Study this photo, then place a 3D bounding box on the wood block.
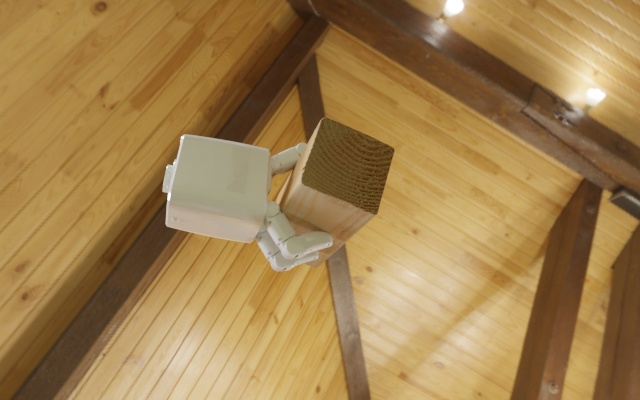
[{"bbox_3d":[0.000,0.002,0.589,0.090,0.090,0.206,23,-28,-9],"label":"wood block"}]
